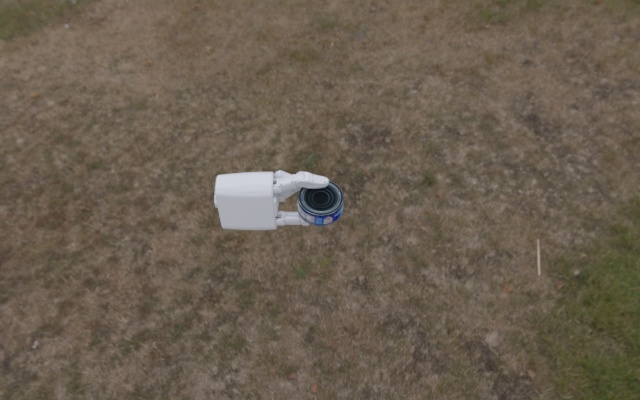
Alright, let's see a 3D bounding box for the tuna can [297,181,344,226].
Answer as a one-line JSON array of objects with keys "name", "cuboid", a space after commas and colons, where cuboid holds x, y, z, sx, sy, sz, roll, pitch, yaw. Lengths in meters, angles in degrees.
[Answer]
[{"name": "tuna can", "cuboid": [0.000, 0.003, 0.876, 0.086, 0.086, 0.034, 0, -36, -3]}]
